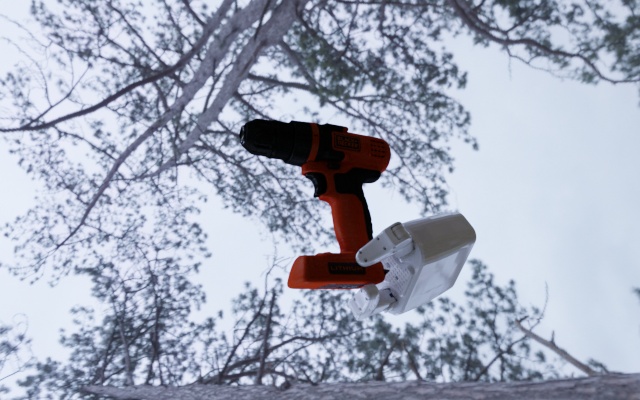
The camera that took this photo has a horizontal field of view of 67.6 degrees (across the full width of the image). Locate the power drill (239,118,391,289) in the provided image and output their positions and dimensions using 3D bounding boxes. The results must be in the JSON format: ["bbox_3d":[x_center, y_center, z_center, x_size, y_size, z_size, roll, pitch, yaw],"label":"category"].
[{"bbox_3d":[0.000,0.002,0.528,0.184,0.187,0.057,5,-18,-23],"label":"power drill"}]
